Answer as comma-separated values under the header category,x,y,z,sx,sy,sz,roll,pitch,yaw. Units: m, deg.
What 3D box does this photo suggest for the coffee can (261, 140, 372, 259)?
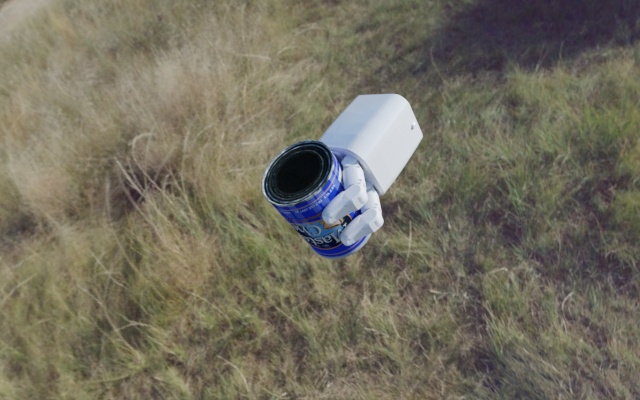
category,x,y,z,sx,sy,sz,roll,pitch,yaw
coffee can,0.000,0.002,0.644,0.103,0.102,0.140,0,-33,31
